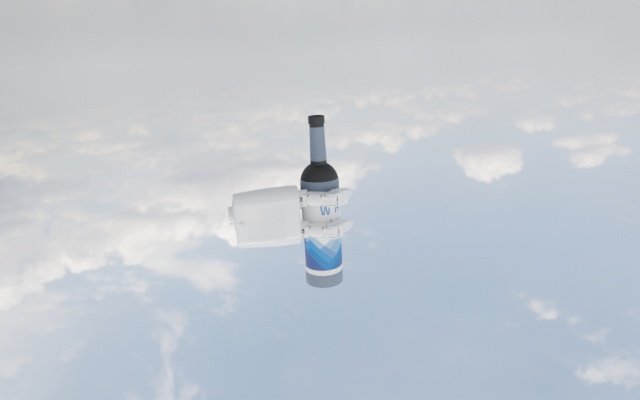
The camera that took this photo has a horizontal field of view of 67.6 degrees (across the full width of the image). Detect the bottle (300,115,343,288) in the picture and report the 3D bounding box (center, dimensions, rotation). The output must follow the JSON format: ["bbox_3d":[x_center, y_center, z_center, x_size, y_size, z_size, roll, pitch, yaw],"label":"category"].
[{"bbox_3d":[0.000,0.003,0.819,0.069,0.296,0.069,-3,17,1],"label":"bottle"}]
